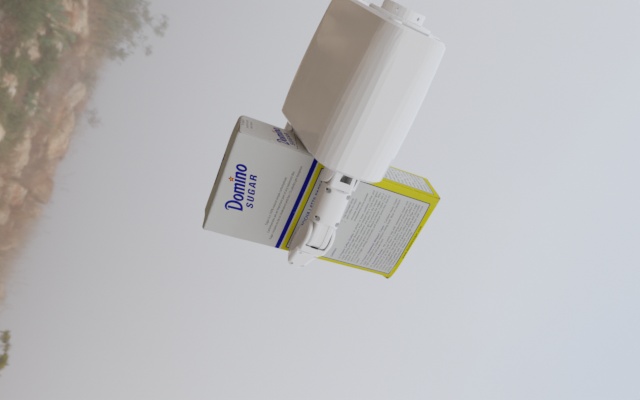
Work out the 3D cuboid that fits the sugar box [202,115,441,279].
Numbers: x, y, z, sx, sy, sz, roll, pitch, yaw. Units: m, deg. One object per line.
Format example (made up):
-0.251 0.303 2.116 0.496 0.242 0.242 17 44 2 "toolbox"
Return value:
0.000 0.001 0.404 0.176 0.093 0.048 19 25 -16 "sugar box"
